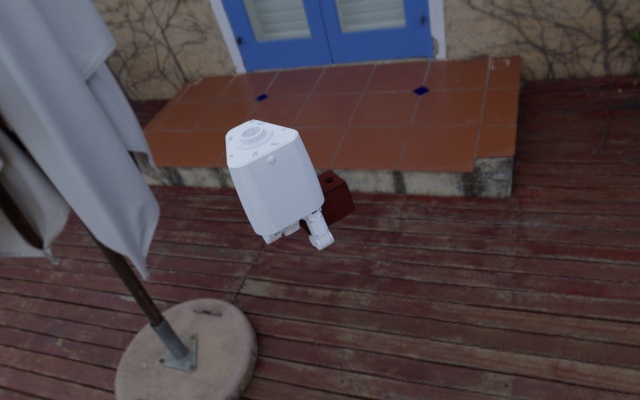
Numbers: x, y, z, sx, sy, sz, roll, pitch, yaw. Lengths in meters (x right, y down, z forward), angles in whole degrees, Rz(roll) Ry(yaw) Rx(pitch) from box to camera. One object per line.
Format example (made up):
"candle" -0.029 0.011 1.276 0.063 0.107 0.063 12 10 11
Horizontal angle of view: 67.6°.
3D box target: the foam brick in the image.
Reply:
"foam brick" 0.000 0.002 0.668 0.078 0.051 0.053 -29 32 -14
